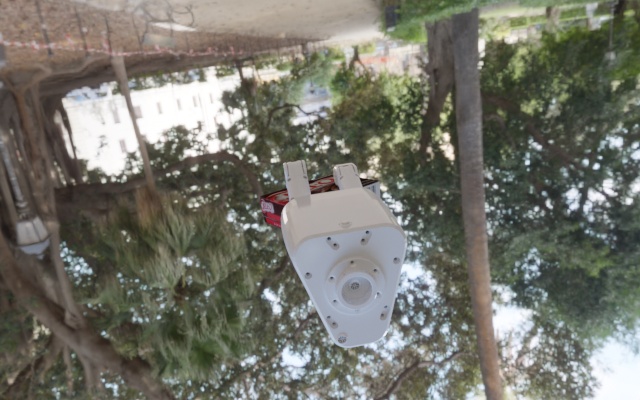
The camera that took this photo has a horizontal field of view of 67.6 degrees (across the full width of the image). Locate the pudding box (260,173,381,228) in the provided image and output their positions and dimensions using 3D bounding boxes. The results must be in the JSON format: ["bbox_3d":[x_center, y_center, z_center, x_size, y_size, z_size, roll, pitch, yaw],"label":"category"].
[{"bbox_3d":[0.000,0.002,0.552,0.113,0.039,0.090,-17,19,-32],"label":"pudding box"}]
